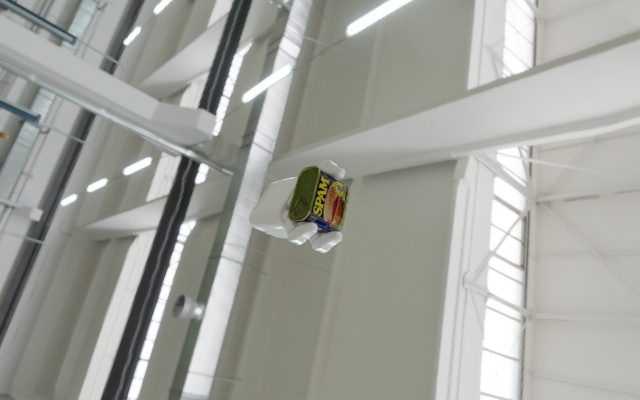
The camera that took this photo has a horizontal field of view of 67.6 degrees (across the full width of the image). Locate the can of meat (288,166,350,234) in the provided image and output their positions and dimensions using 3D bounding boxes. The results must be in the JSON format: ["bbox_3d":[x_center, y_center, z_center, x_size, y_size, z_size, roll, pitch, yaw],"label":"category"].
[{"bbox_3d":[0.000,0.003,0.843,0.084,0.102,0.057,28,-23,-36],"label":"can of meat"}]
